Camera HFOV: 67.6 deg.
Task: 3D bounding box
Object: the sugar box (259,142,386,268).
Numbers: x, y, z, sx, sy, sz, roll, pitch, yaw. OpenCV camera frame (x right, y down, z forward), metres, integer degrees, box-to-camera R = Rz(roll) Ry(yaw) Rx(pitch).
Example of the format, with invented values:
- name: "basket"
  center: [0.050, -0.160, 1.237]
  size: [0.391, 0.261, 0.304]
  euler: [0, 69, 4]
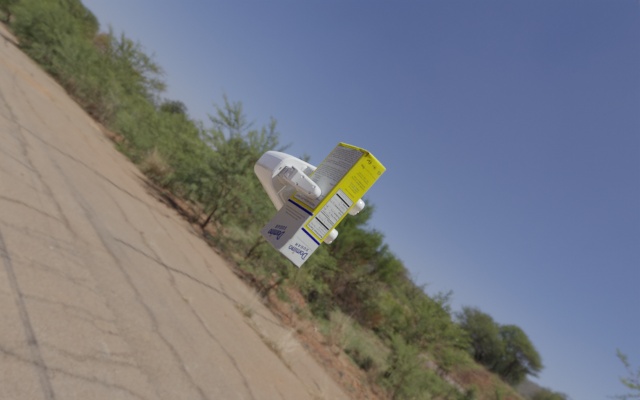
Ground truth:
- name: "sugar box"
  center: [0.000, 0.002, 0.653]
  size: [0.048, 0.176, 0.093]
  euler: [42, -5, -26]
